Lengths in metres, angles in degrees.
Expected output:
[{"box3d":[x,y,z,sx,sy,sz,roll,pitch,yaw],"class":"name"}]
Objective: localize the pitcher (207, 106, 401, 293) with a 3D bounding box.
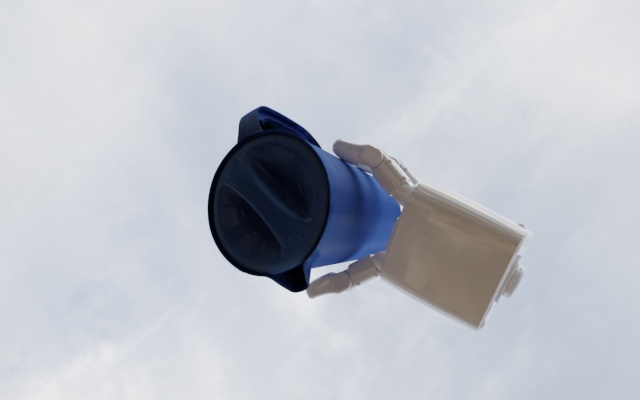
[{"box3d":[0.000,0.002,0.529,0.145,0.149,0.243,24,6,27],"class":"pitcher"}]
